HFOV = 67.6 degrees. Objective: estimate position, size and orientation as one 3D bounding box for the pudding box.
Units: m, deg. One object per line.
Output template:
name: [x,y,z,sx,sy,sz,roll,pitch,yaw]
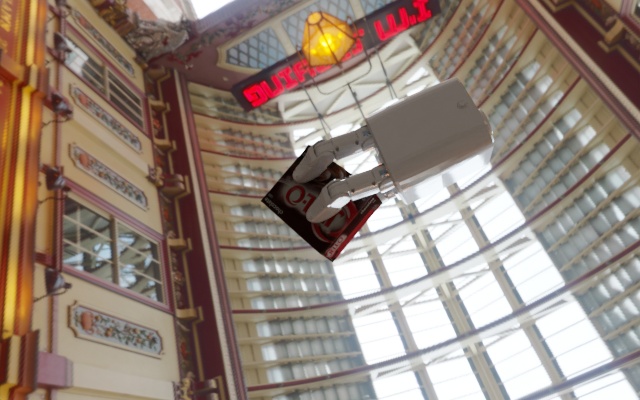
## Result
pudding box: [0.000,0.002,0.548,0.113,0.090,0.039,38,-4,34]
